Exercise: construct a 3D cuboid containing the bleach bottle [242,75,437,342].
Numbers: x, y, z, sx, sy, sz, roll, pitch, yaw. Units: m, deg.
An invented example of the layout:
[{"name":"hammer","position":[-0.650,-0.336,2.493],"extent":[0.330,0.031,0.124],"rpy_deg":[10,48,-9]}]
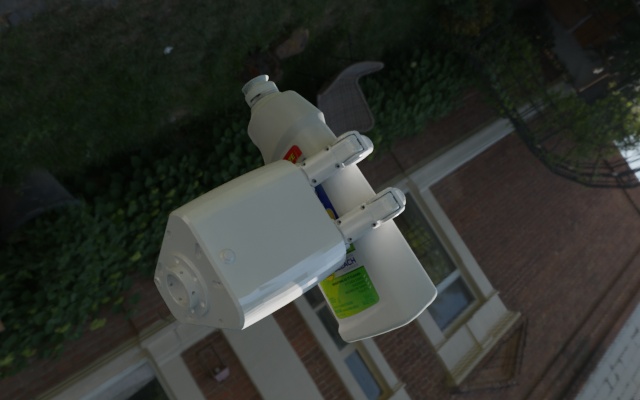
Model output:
[{"name":"bleach bottle","position":[0.000,0.001,0.442],"extent":[0.068,0.251,0.102],"rpy_deg":[-28,-5,-42]}]
